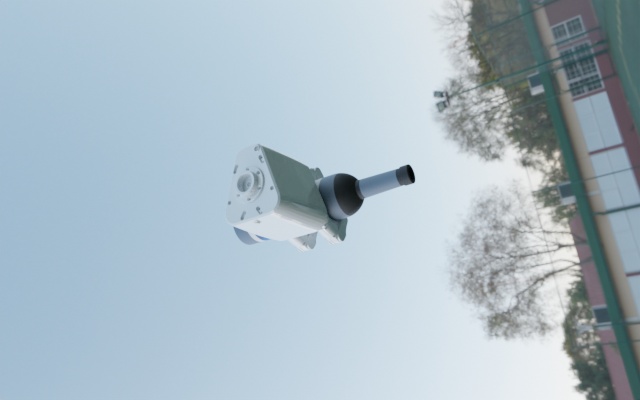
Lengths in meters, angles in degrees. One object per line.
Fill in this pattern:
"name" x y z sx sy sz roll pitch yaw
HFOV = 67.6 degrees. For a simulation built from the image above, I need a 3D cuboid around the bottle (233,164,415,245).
"bottle" 0.000 0.002 0.715 0.296 0.069 0.069 -17 -9 29
